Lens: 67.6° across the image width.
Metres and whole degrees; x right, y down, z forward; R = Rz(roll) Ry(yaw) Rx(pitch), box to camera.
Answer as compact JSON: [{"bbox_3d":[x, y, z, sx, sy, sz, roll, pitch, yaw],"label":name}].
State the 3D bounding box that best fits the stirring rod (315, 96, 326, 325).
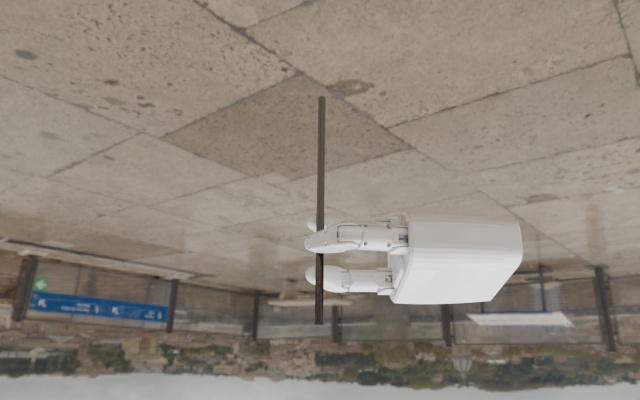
[{"bbox_3d":[0.000,0.001,0.483,0.011,0.239,0.011,1,-19,0],"label":"stirring rod"}]
